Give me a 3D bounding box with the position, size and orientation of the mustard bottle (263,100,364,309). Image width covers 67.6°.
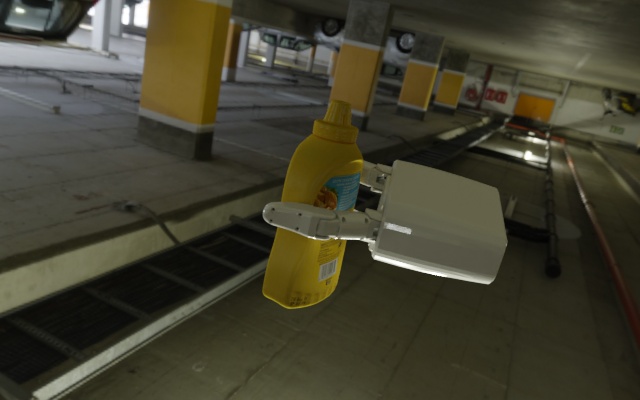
[{"bbox_3d":[0.000,0.002,0.454,0.058,0.192,0.096,23,20,29],"label":"mustard bottle"}]
